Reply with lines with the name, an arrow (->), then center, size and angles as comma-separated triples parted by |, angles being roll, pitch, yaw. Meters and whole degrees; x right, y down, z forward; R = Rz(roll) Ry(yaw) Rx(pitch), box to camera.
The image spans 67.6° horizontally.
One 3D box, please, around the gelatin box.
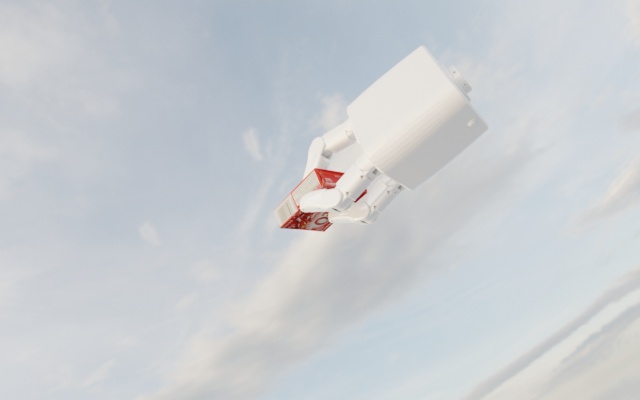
gelatin box -> 0.000, 0.002, 0.567 | 0.073, 0.030, 0.089 | 8, -40, -43
